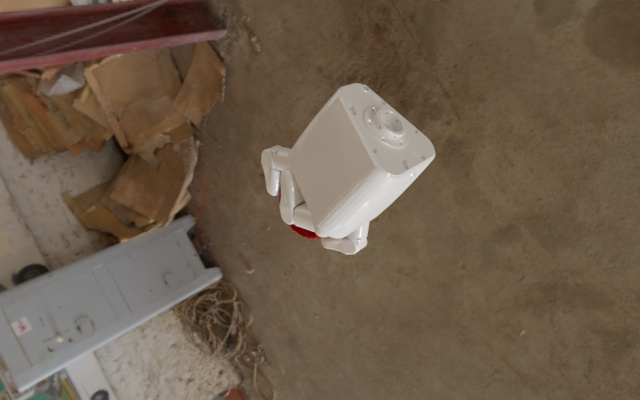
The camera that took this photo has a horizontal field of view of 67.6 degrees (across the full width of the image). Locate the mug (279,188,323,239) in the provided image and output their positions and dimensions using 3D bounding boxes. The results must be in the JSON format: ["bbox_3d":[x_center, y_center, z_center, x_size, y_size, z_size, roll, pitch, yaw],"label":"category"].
[{"bbox_3d":[-0.001,0.003,0.577,0.081,0.093,0.117,-27,-16,-43],"label":"mug"}]
